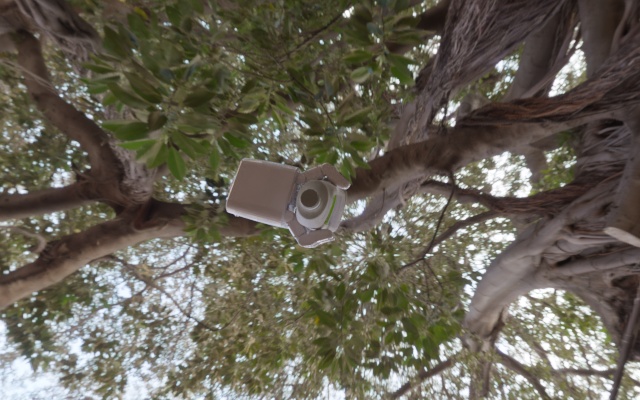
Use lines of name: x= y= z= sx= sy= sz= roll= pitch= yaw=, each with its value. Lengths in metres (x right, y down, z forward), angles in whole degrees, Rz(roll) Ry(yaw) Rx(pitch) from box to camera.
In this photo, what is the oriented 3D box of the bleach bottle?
bleach bottle: x=0.000 y=0.003 z=0.848 sx=0.068 sy=0.102 sz=0.251 roll=14 pitch=-5 yaw=8
